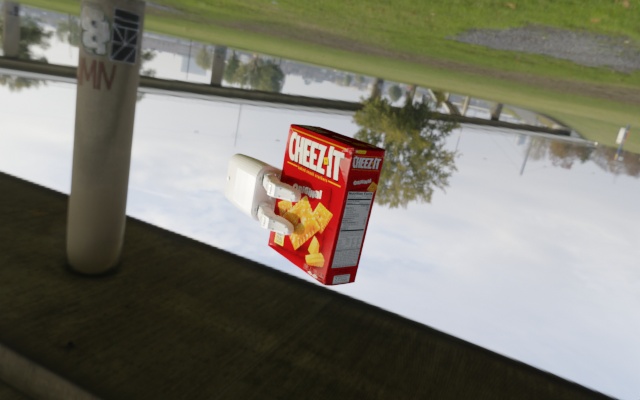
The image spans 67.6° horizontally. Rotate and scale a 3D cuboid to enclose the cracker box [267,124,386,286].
[{"bbox_3d":[0.000,0.003,0.747,0.072,0.214,0.164,-1,19,-39],"label":"cracker box"}]
